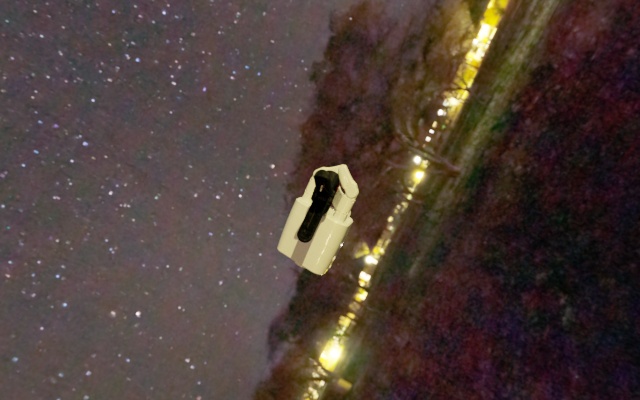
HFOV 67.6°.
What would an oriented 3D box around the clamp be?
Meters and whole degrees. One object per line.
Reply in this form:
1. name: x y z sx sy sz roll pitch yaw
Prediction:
1. clamp: 0.000 0.002 0.801 0.039 0.120 0.171 25 10 9
